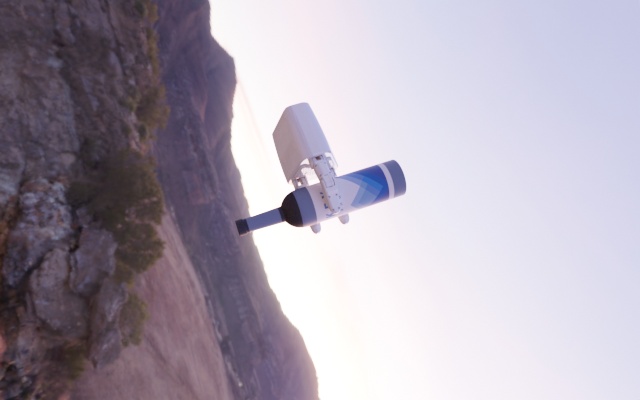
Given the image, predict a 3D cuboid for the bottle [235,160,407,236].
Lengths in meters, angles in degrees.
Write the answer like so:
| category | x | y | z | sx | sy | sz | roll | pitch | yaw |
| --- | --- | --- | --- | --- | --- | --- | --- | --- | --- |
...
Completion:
| category | x | y | z | sx | sy | sz | roll | pitch | yaw |
| --- | --- | --- | --- | --- | --- | --- | --- | --- | --- |
| bottle | 0.000 | 0.003 | 0.818 | 0.295 | 0.069 | 0.069 | -18 | 4 | -11 |
